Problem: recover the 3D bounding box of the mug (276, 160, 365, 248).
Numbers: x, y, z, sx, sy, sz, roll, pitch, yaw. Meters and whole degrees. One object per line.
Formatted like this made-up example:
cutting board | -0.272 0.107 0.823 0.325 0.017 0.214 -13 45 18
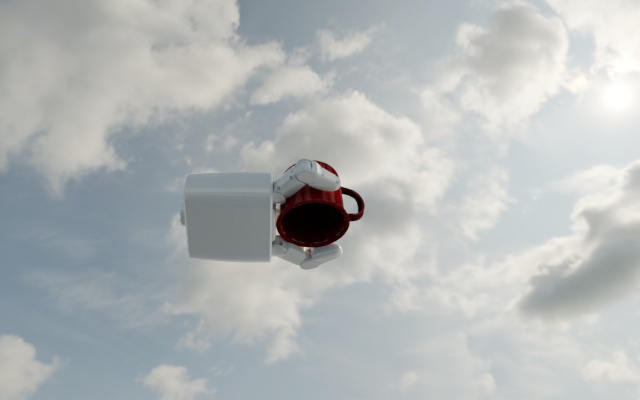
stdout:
mug | 0.002 0.002 0.627 0.117 0.081 0.093 1 -43 -7
